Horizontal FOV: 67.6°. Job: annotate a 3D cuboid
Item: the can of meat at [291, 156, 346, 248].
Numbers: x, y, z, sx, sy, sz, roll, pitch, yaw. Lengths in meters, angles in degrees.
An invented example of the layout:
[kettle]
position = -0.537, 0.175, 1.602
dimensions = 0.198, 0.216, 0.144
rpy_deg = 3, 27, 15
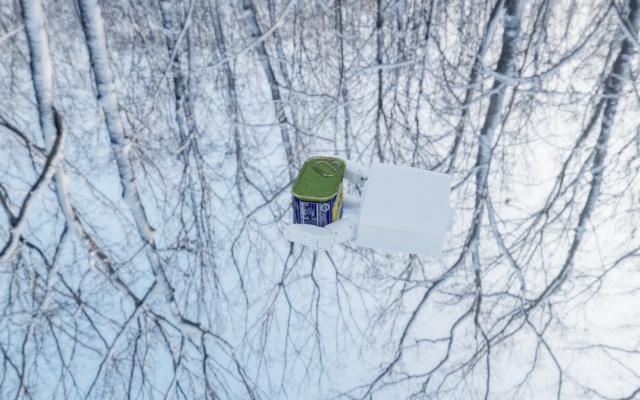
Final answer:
[can of meat]
position = 0.000, 0.002, 0.633
dimensions = 0.057, 0.084, 0.102
rpy_deg = 6, 35, 11
